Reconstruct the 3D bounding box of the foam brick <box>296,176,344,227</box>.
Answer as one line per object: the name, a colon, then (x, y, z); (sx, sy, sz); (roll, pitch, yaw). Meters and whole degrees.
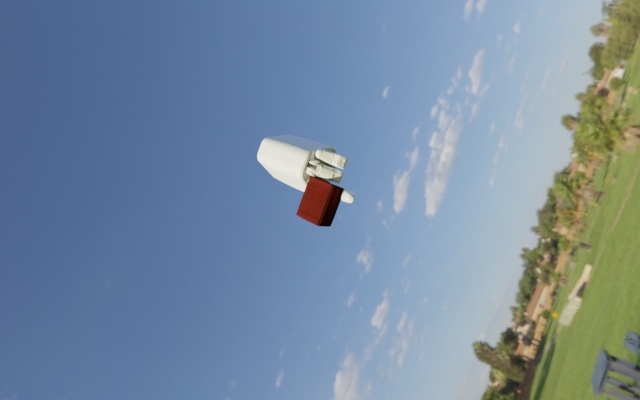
foam brick: (0.000, 0.003, 0.863); (0.051, 0.078, 0.053); (22, 4, 25)
